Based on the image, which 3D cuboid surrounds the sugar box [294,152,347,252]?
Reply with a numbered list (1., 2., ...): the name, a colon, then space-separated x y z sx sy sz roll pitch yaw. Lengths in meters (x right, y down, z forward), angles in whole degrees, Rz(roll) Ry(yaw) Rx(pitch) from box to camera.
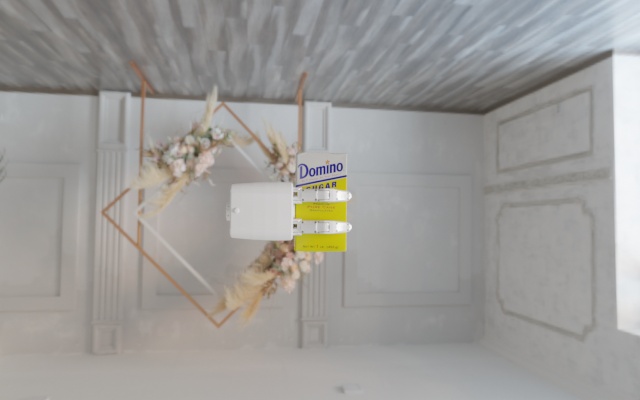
1. sugar box: 0.000 0.003 0.854 0.093 0.176 0.048 0 -3 -5
